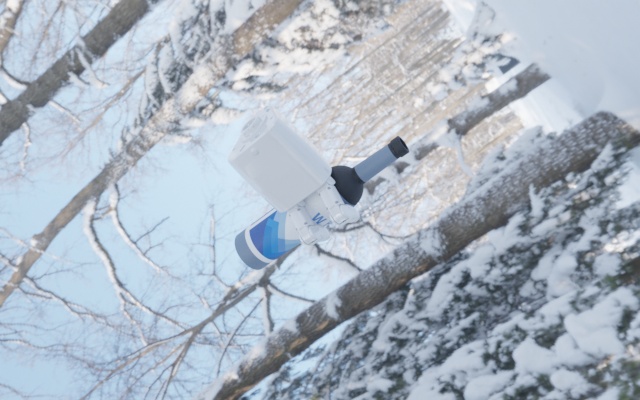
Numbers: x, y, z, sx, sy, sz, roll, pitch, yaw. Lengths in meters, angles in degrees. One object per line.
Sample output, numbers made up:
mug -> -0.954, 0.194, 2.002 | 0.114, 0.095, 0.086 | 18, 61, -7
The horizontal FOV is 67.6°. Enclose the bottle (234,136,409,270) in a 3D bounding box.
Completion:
bottle -> 0.000, 0.002, 0.695 | 0.296, 0.069, 0.069 | -35, -15, 23
